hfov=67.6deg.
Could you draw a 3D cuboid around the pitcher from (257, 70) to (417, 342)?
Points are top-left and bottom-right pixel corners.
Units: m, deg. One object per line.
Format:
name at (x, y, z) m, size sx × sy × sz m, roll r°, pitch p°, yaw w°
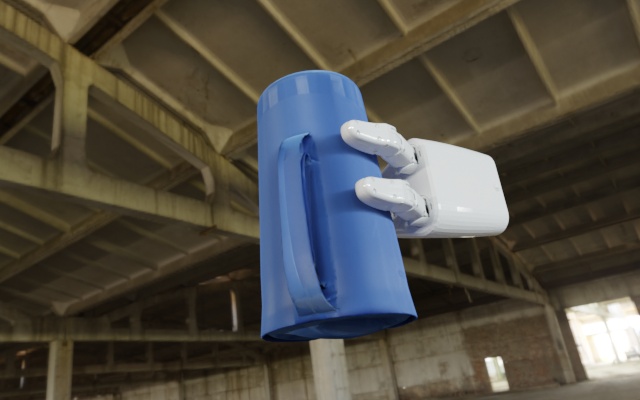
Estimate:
pitcher at (0.000, 0.001, 0.439) m, size 0.145 × 0.242 × 0.149 m, roll 5°, pitch -25°, yaw -29°
